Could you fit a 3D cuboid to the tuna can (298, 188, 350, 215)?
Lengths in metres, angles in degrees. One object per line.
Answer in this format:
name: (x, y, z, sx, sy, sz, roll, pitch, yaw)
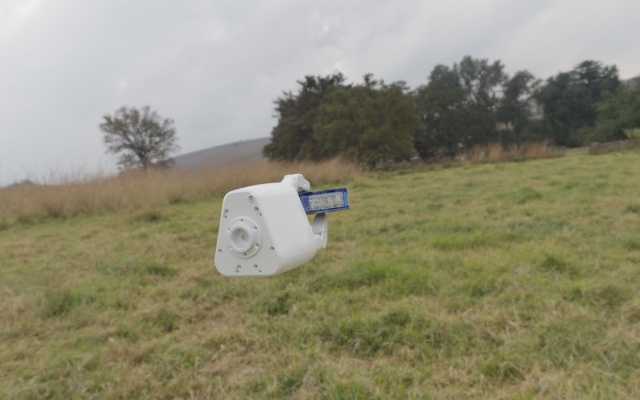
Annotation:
tuna can: (0.000, 0.002, 0.725, 0.086, 0.034, 0.086, -7, -1, 0)
